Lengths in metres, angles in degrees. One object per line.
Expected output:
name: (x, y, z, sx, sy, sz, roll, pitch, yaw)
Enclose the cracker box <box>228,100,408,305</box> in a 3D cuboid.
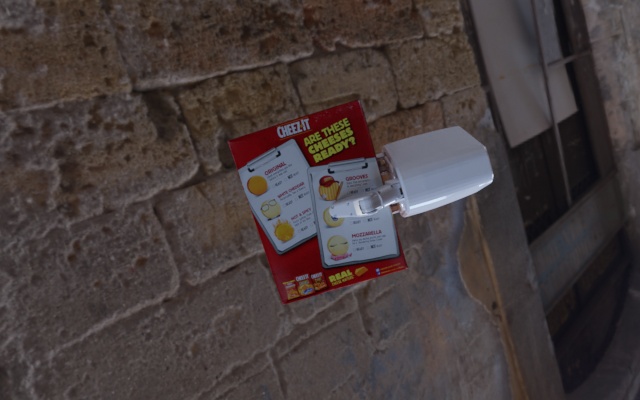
cracker box: (0.000, 0.002, 0.598, 0.164, 0.214, 0.072, -17, 9, 3)
